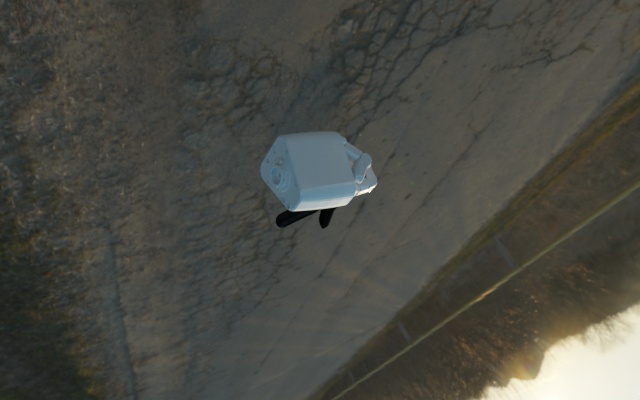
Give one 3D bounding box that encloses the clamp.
[{"bbox_3d":[0.001,0.003,0.831,0.120,0.039,0.171,-8,-30,-39],"label":"clamp"}]
